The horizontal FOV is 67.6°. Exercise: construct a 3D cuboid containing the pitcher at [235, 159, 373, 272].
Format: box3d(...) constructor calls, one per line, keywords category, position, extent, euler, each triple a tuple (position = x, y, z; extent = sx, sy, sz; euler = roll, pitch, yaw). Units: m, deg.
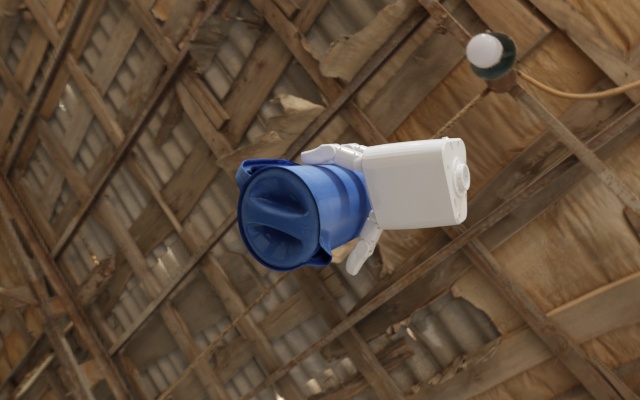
box3d(category="pitcher", position=(0.000, 0.002, 0.691), extent=(0.145, 0.149, 0.243), euler=(-7, 3, 34))
